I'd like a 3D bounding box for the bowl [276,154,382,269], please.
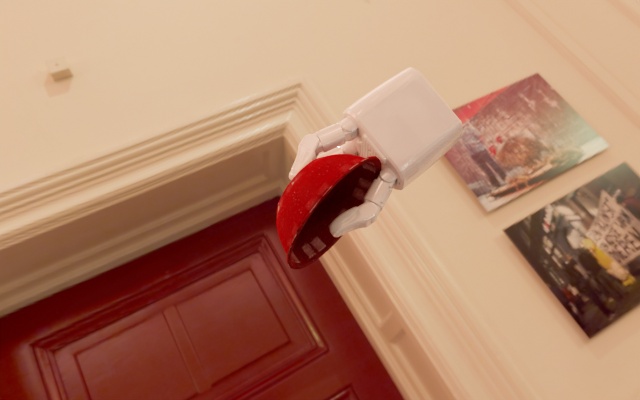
[{"bbox_3d":[-0.001,0.002,0.558,0.055,0.162,0.162,38,14,19],"label":"bowl"}]
